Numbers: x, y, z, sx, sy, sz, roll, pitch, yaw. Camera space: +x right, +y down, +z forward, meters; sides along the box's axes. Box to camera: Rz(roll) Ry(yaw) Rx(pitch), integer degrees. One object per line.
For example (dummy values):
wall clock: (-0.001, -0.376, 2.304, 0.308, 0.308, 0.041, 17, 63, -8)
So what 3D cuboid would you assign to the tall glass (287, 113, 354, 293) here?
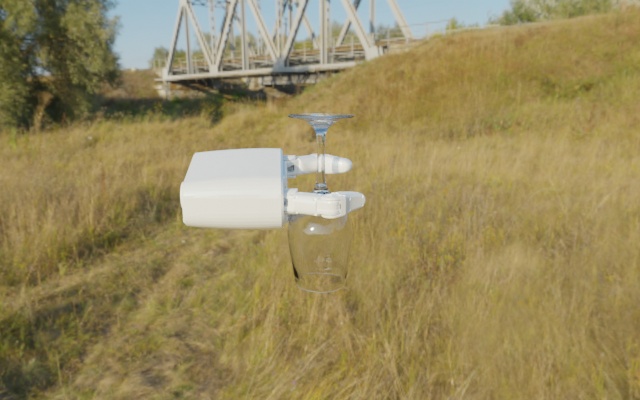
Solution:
tall glass: (0.000, 0.001, 0.554, 0.079, 0.201, 0.079, 0, 13, 0)
